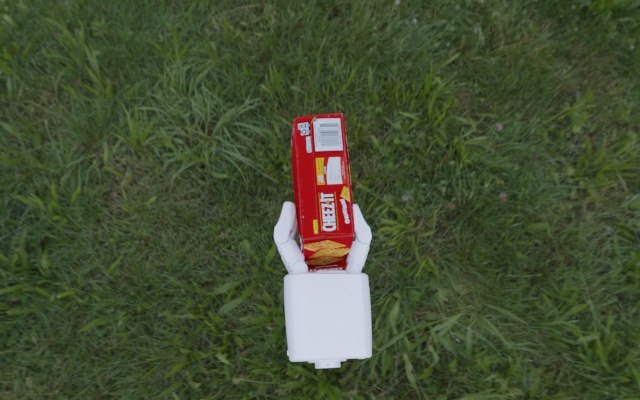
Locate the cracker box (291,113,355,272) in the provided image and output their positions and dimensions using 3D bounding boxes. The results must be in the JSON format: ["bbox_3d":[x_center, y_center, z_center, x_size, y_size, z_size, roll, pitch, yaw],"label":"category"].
[{"bbox_3d":[0.000,0.002,0.670,0.072,0.164,0.214,-4,-19,-3],"label":"cracker box"}]
